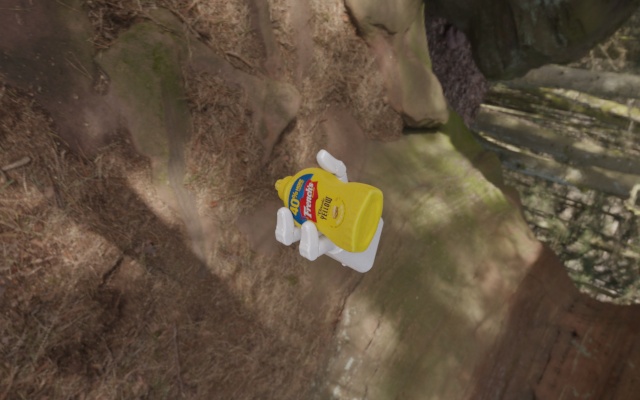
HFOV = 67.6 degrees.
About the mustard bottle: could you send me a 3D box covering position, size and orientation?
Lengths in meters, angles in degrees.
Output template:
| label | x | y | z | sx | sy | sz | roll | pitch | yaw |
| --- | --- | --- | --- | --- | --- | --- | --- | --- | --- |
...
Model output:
| label | x | y | z | sx | sy | sz | roll | pitch | yaw |
| --- | --- | --- | --- | --- | --- | --- | --- | --- | --- |
| mustard bottle | 0.000 | 0.002 | 0.719 | 0.191 | 0.096 | 0.058 | 23 | 13 | 40 |
